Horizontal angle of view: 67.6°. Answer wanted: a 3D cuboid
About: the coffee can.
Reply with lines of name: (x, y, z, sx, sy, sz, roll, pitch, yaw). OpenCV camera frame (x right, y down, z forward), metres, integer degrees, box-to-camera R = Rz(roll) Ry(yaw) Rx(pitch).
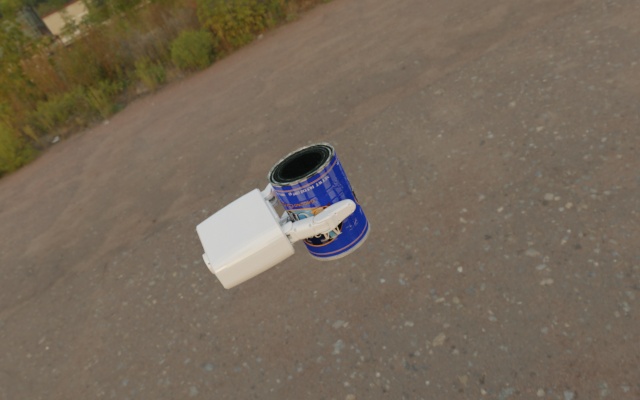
coffee can: (0.000, 0.002, 0.694, 0.103, 0.140, 0.102, -21, 29, 12)
